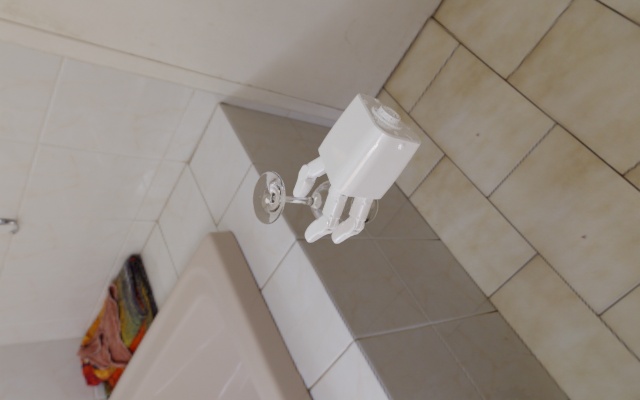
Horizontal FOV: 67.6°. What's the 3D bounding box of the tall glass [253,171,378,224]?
[{"bbox_3d":[0.000,0.002,0.730,0.201,0.079,0.079,5,-4,-43],"label":"tall glass"}]
